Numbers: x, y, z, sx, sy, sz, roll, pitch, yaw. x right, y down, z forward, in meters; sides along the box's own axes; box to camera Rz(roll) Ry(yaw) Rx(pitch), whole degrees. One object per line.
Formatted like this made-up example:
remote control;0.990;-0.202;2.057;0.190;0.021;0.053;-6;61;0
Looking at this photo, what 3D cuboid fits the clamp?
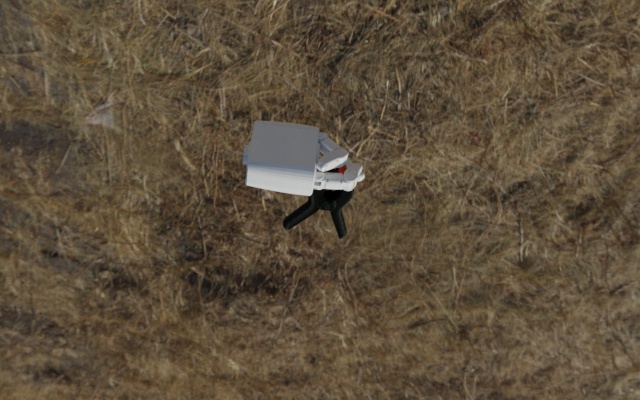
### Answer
clamp;0.000;0.003;0.838;0.120;0.172;0.039;0;40;-13
